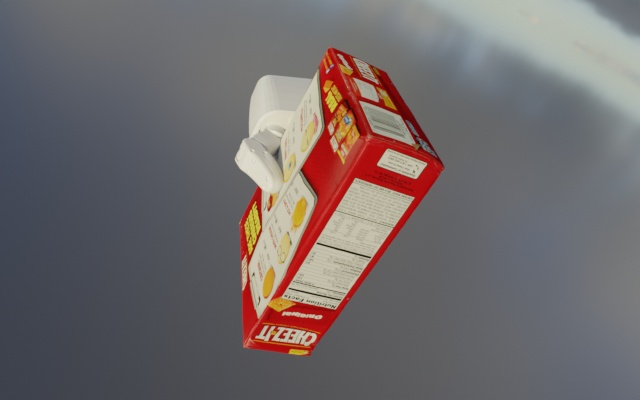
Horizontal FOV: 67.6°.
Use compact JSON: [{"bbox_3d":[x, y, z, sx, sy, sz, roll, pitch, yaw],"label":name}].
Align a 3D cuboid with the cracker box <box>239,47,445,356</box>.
[{"bbox_3d":[0.000,0.001,0.413,0.072,0.214,0.164,17,32,-22],"label":"cracker box"}]
